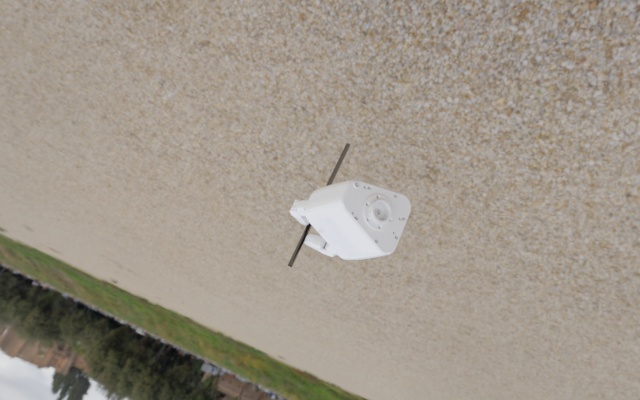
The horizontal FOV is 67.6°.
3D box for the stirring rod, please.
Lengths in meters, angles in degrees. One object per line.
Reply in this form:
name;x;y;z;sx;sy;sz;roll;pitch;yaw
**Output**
stirring rod;0.000;0.002;0.801;0.011;0.239;0.011;22;-20;9
